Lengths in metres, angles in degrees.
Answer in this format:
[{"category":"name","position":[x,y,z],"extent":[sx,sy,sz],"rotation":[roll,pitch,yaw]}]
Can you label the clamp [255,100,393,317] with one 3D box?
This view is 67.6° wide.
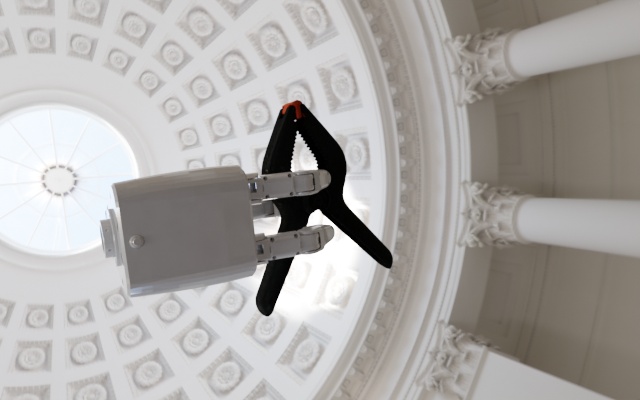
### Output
[{"category":"clamp","position":[-0.001,0.001,0.501],"extent":[0.164,0.210,0.036],"rotation":[-9,7,-28]}]
